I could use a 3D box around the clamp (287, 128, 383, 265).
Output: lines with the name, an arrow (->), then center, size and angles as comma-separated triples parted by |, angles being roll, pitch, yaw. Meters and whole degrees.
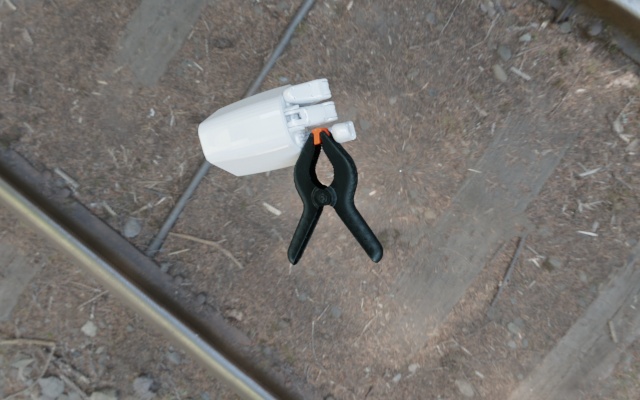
clamp -> 0.000, 0.002, 0.576 | 0.120, 0.171, 0.039 | -14, 1, 15
